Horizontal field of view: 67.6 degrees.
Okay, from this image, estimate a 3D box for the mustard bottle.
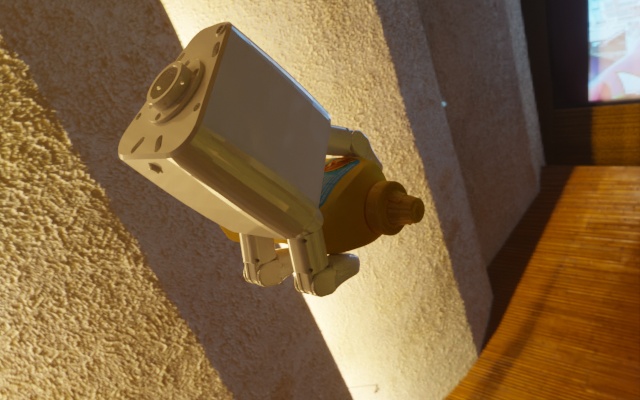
[{"bbox_3d":[0.000,0.002,0.403,0.191,0.058,0.096,4,41,44],"label":"mustard bottle"}]
